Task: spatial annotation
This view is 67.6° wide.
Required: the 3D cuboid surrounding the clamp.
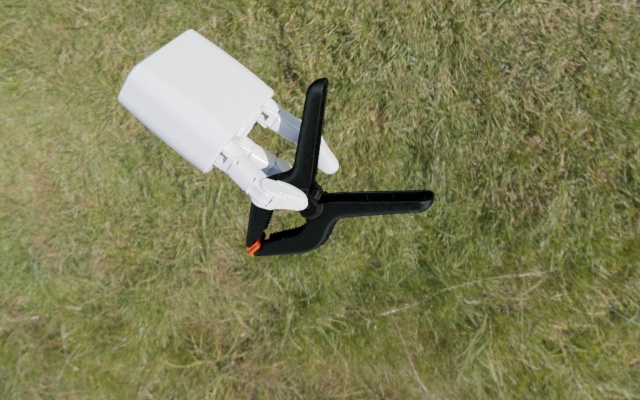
[{"bbox_3d":[-0.001,0.002,0.499,0.210,0.164,0.036,-47,6,30],"label":"clamp"}]
